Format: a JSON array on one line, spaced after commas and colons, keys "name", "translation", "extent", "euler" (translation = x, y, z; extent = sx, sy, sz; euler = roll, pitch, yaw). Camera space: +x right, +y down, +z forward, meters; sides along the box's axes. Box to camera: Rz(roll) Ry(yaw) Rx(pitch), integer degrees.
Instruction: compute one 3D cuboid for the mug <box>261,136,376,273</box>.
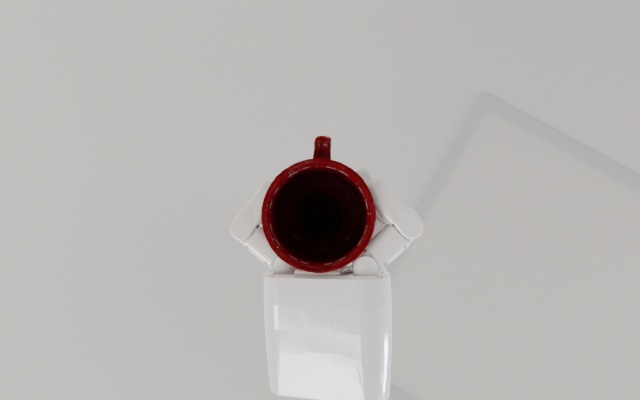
[{"name": "mug", "translation": [0.000, 0.000, 0.425], "extent": [0.093, 0.117, 0.081], "euler": [0, -2, 3]}]
